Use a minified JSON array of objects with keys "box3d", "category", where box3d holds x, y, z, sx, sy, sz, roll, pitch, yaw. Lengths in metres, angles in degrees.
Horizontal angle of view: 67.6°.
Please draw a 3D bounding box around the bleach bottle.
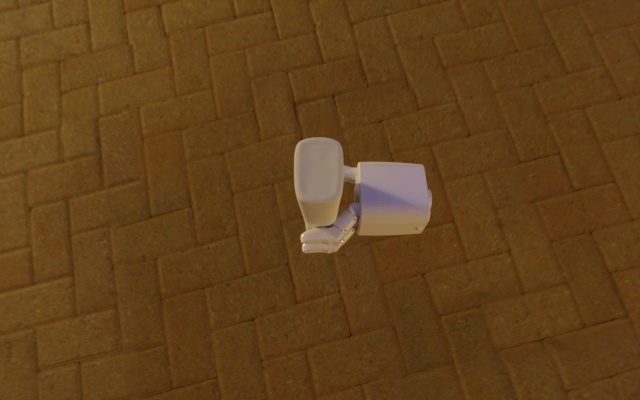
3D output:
[{"box3d":[0.000,0.003,0.756,0.068,0.102,0.251,0,-20,1],"category":"bleach bottle"}]
